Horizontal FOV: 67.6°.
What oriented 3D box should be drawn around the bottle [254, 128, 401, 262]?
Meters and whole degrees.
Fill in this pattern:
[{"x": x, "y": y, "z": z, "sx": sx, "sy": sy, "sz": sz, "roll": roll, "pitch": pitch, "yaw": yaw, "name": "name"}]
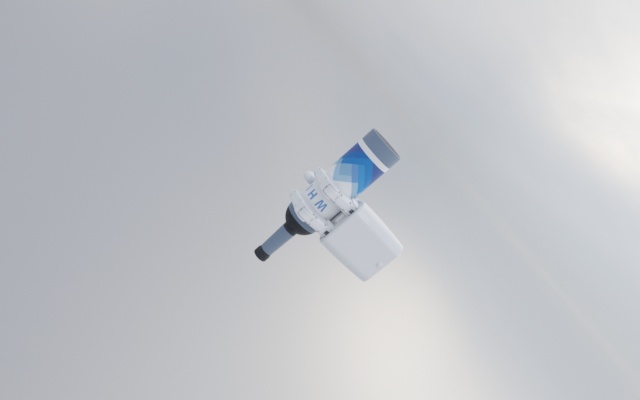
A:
[{"x": 0.000, "y": 0.002, "z": 0.802, "sx": 0.296, "sy": 0.069, "sz": 0.069, "roll": -41, "pitch": -12, "yaw": 14, "name": "bottle"}]
